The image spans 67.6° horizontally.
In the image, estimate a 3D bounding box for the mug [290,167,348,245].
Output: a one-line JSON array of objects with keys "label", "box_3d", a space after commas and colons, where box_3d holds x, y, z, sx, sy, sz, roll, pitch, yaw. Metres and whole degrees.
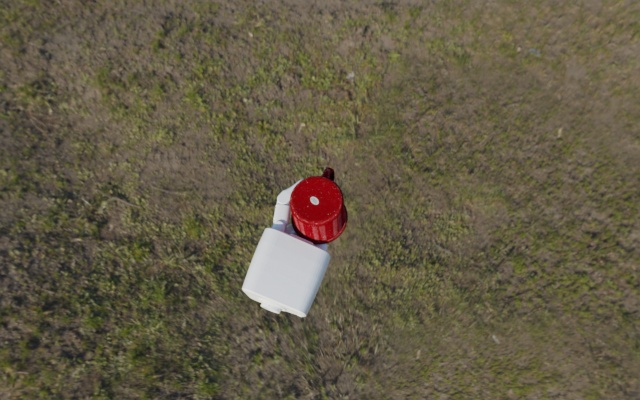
[{"label": "mug", "box_3d": [0.001, 0.001, 0.748, 0.093, 0.117, 0.081, 18, -19, 10]}]
